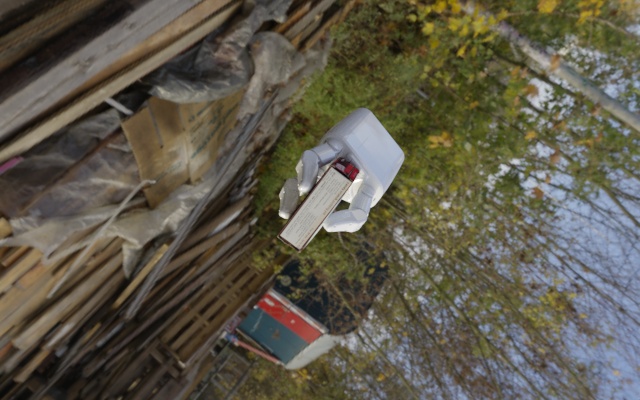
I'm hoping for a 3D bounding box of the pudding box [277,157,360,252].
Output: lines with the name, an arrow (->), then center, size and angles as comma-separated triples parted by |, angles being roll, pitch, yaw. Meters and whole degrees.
pudding box -> 0.000, 0.002, 0.597 | 0.039, 0.113, 0.090 | 36, 14, 2
